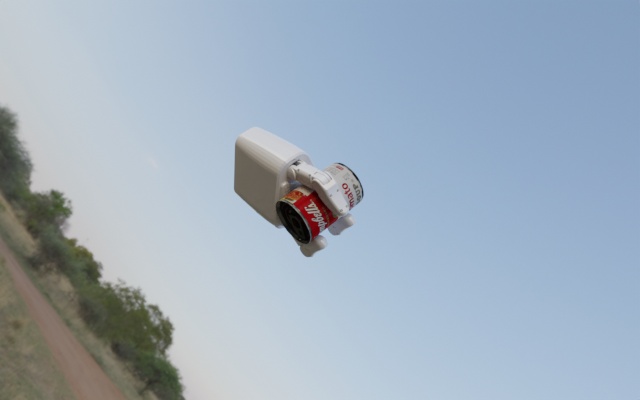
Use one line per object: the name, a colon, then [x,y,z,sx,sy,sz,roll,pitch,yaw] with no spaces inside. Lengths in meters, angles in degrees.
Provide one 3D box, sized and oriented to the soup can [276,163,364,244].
soup can: [0.001,0.002,0.642,0.102,0.068,0.068,-36,18,-27]
